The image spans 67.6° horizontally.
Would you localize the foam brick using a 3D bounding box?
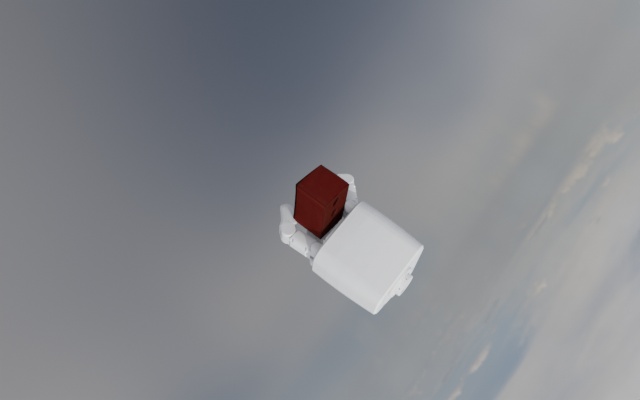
[{"bbox_3d":[0.000,0.002,0.644,0.051,0.078,0.053,36,57,20],"label":"foam brick"}]
